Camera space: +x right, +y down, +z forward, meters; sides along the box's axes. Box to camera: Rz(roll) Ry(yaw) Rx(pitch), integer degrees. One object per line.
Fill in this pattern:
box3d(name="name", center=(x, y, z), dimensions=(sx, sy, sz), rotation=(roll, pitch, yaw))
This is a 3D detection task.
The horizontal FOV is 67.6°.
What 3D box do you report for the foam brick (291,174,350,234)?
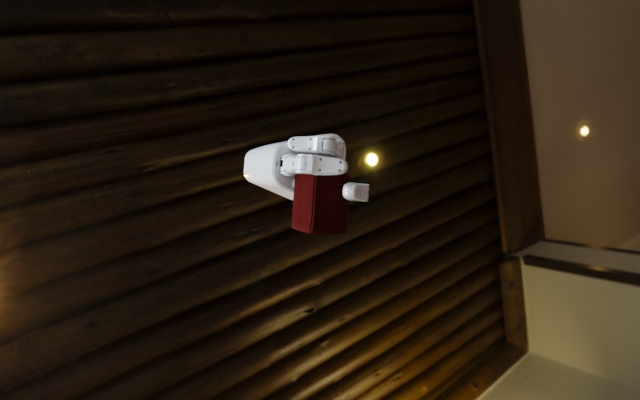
box3d(name="foam brick", center=(0.000, 0.002, 0.600), dimensions=(0.053, 0.078, 0.051), rotation=(4, 0, -32))
